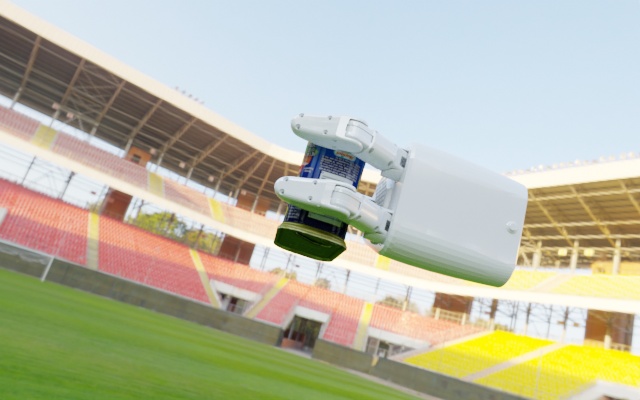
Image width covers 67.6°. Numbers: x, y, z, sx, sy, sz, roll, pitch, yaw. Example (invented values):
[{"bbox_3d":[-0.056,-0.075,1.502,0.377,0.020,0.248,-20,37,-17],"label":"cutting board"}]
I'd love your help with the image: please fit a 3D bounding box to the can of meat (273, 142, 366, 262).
[{"bbox_3d":[0.000,0.001,0.416,0.057,0.084,0.102,18,-16,-3],"label":"can of meat"}]
